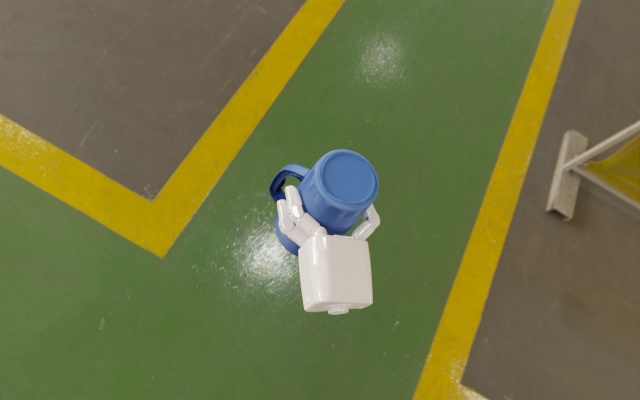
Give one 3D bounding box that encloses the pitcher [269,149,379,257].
[{"bbox_3d":[0.000,0.003,0.843,0.149,0.145,0.243,3,-23,-17],"label":"pitcher"}]
